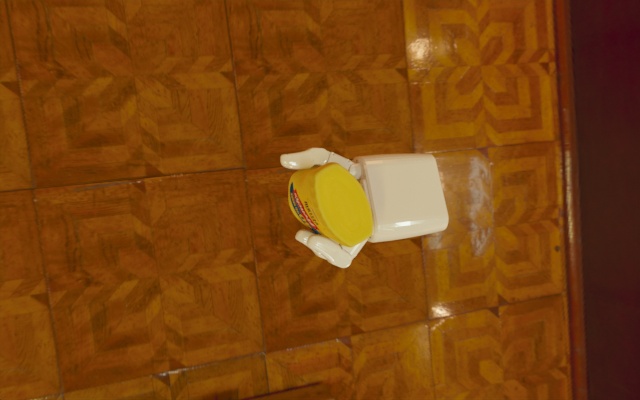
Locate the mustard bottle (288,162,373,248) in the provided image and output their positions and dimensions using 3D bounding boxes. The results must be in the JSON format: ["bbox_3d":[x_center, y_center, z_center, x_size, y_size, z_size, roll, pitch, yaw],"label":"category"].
[{"bbox_3d":[0.000,0.002,0.611,0.058,0.096,0.191,-31,10,-13],"label":"mustard bottle"}]
